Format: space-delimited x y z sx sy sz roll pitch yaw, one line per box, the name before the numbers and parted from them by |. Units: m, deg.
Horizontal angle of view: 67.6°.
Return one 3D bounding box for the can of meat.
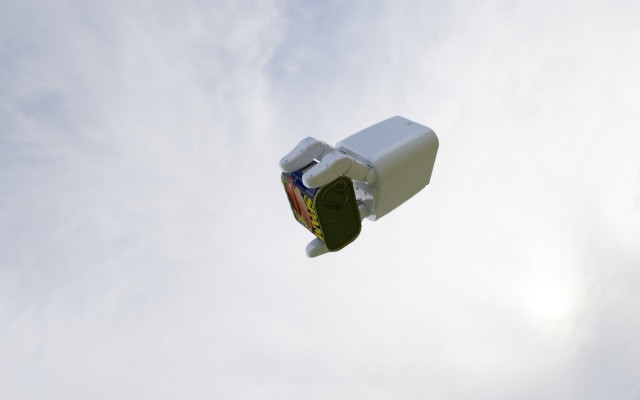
can of meat | 0.000 0.002 0.607 0.057 0.102 0.084 -32 40 -21
